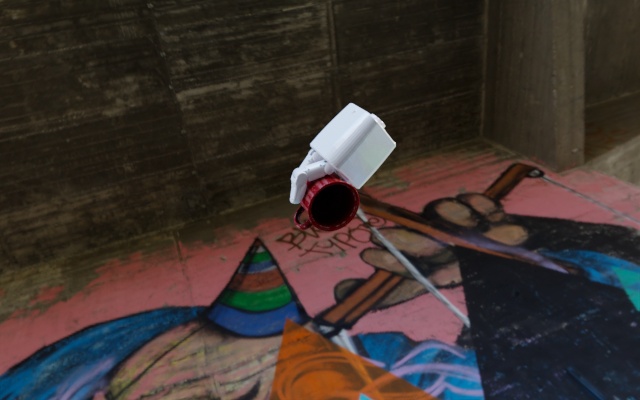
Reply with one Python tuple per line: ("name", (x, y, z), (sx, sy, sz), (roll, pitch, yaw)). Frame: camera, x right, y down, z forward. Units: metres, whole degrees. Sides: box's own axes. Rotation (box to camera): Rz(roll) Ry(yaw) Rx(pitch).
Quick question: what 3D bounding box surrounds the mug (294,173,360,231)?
("mug", (-0.001, 0.004, 0.829), (0.093, 0.117, 0.081), (42, 4, -34))
